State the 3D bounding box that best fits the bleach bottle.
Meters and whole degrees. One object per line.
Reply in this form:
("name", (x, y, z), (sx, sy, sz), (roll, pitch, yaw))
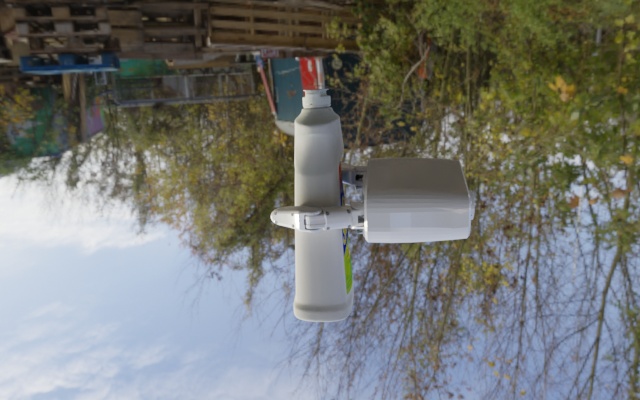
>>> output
("bleach bottle", (0.000, 0.002, 0.544), (0.068, 0.251, 0.102), (-1, 14, 8))
